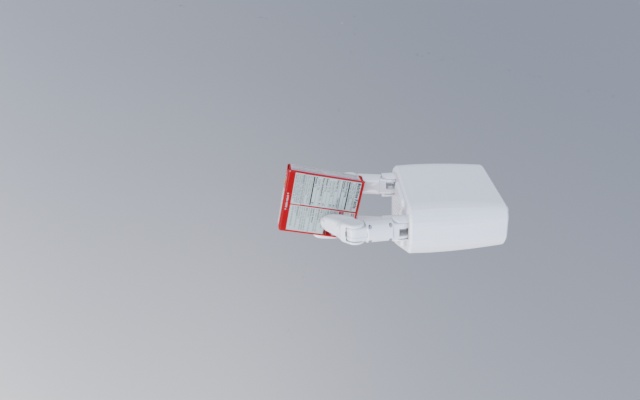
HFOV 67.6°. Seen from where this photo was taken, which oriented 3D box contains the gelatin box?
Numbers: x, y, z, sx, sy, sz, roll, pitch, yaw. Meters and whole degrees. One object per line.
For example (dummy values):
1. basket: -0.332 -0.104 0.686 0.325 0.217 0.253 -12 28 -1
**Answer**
1. gelatin box: 0.000 0.002 0.549 0.089 0.073 0.030 8 19 -10
